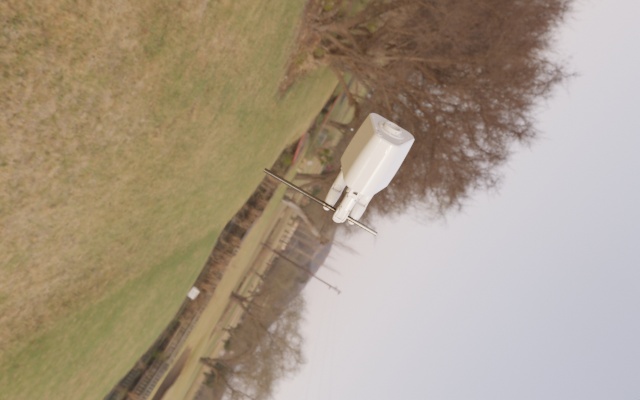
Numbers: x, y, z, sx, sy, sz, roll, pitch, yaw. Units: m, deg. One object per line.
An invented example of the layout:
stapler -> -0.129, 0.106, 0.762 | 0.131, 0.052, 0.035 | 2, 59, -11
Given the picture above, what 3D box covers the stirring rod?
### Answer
stirring rod -> 0.000, 0.003, 0.888 | 0.239, 0.011, 0.011 | 30, -1, -1
